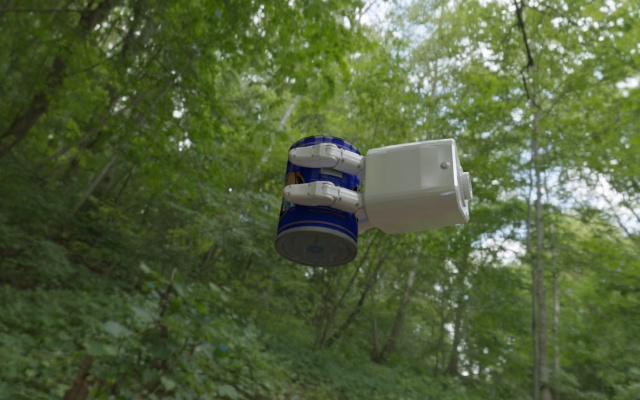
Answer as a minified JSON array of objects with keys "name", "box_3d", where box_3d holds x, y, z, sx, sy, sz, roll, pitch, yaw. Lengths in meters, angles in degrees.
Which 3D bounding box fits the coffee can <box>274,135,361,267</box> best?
[{"name":"coffee can","box_3d":[0.000,0.002,0.619,0.103,0.140,0.103,4,-31,2]}]
